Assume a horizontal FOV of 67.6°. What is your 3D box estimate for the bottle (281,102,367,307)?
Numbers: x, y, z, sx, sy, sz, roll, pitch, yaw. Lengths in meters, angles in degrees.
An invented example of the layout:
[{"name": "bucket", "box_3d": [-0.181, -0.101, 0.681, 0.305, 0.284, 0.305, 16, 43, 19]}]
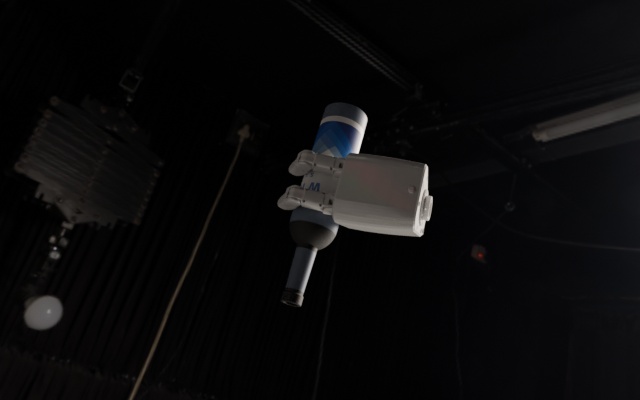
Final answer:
[{"name": "bottle", "box_3d": [0.000, 0.002, 0.669, 0.069, 0.295, 0.069, 14, -22, 6]}]
